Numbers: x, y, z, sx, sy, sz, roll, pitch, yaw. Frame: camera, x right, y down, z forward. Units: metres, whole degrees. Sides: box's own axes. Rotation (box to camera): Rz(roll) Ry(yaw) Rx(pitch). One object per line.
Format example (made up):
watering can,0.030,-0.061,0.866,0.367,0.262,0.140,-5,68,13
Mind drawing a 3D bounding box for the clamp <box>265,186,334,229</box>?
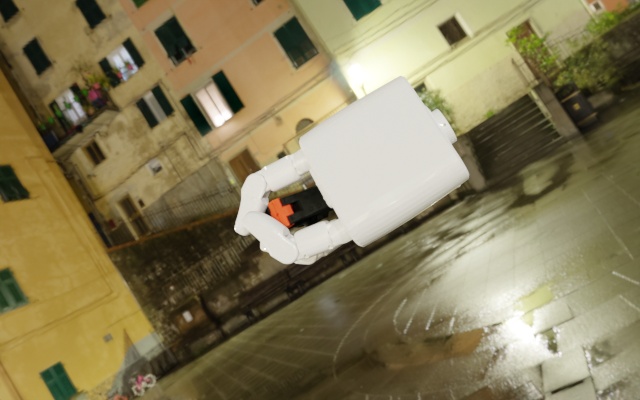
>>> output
clamp,0.000,0.001,0.502,0.120,0.039,0.171,-32,-3,11
